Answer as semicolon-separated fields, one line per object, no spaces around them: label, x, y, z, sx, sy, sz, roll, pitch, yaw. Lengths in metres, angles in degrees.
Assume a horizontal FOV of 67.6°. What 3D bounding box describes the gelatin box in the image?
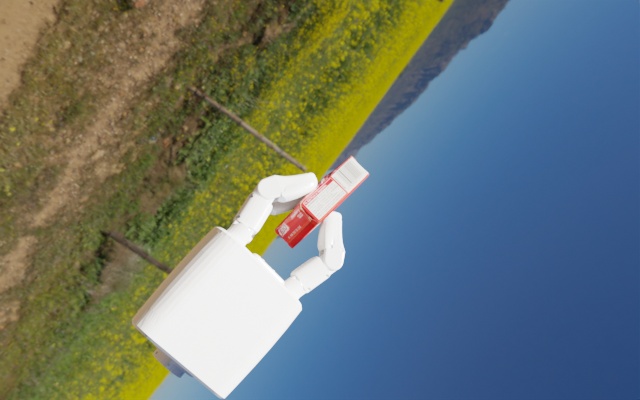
gelatin box;0.001;0.002;0.492;0.089;0.030;0.073;-43;-1;-33
